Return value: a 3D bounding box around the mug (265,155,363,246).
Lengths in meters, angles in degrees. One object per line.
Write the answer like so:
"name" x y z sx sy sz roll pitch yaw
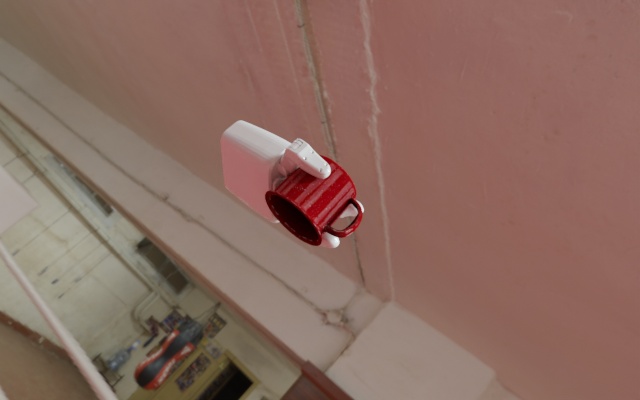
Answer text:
"mug" 0.001 0.002 0.596 0.117 0.081 0.093 31 -25 28
